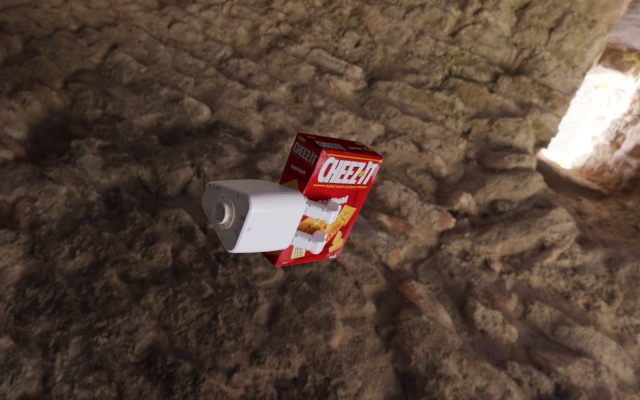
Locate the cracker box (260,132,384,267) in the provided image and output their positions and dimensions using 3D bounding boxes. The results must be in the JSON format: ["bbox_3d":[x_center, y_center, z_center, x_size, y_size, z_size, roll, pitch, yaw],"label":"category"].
[{"bbox_3d":[0.000,0.003,0.814,0.164,0.214,0.072,0,30,-48],"label":"cracker box"}]
